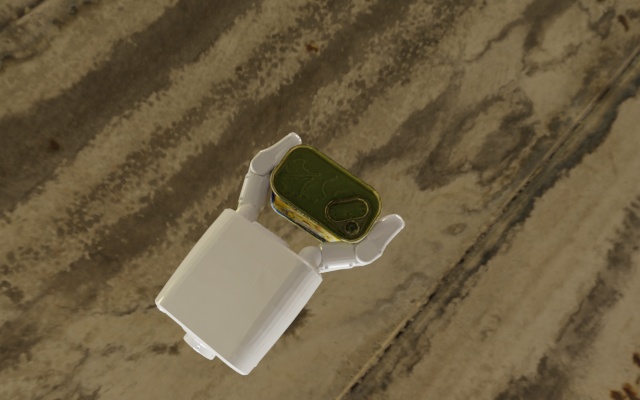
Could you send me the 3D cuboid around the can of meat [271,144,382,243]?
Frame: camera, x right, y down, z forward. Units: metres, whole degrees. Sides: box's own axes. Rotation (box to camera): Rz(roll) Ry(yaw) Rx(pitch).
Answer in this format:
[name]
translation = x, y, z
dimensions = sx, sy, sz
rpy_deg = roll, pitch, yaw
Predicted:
[can of meat]
translation = 0.000, 0.001, 0.468
dimensions = 0.102, 0.057, 0.084
rpy_deg = 34, -15, 0
